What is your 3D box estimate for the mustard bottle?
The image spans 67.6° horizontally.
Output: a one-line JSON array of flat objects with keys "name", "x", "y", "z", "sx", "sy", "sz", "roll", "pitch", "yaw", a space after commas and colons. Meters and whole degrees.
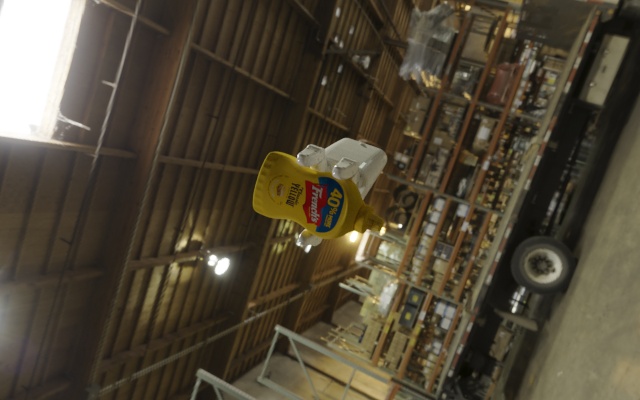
[{"name": "mustard bottle", "x": 0.000, "y": 0.002, "z": 0.688, "sx": 0.191, "sy": 0.096, "sz": 0.058, "roll": 21, "pitch": 9, "yaw": 18}]
